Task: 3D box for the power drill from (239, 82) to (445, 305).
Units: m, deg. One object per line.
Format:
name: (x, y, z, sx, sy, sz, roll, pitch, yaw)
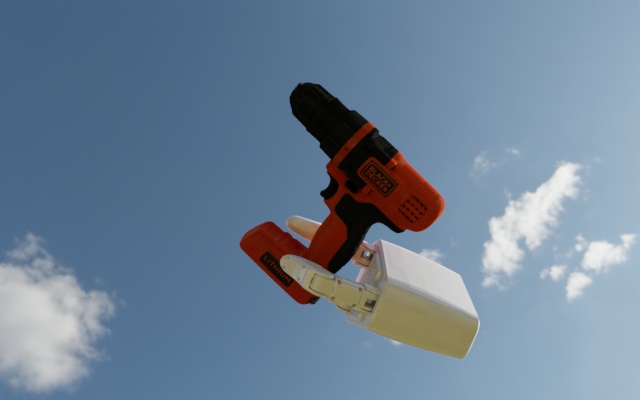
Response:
power drill: (0.000, 0.002, 0.483, 0.188, 0.184, 0.057, -48, -4, 26)
